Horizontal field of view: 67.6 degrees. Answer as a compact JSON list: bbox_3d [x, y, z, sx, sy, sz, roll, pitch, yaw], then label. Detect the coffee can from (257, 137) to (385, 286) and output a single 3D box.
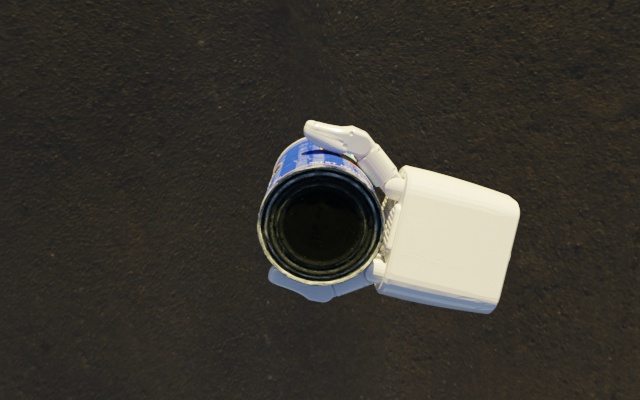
[{"bbox_3d":[0.000,0.001,0.445,0.103,0.103,0.140,0,17,0],"label":"coffee can"}]
